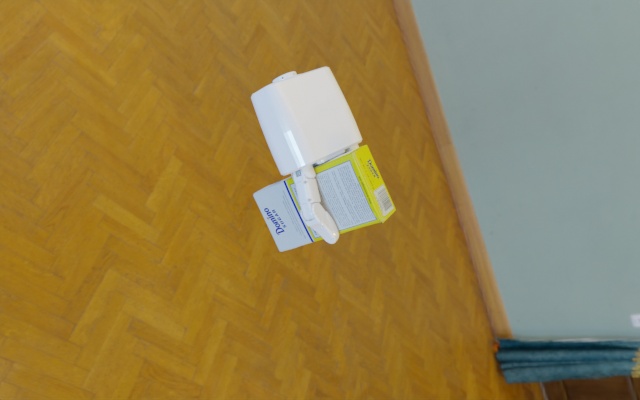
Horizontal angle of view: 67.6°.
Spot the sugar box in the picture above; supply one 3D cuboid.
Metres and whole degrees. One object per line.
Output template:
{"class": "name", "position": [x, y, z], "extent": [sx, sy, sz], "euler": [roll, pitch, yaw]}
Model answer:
{"class": "sugar box", "position": [0.000, 0.002, 0.623], "extent": [0.176, 0.093, 0.048], "euler": [-18, 9, 40]}
